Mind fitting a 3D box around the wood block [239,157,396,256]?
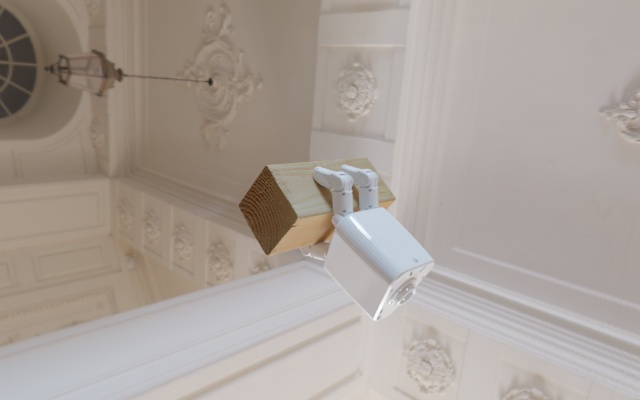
[{"bbox_3d":[0.000,0.003,0.695,0.206,0.090,0.091,-9,-32,-46],"label":"wood block"}]
